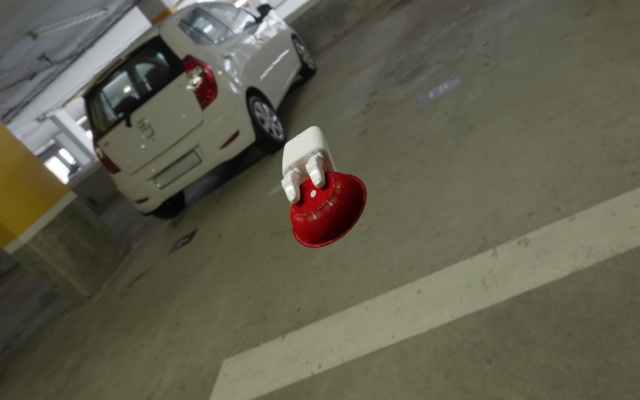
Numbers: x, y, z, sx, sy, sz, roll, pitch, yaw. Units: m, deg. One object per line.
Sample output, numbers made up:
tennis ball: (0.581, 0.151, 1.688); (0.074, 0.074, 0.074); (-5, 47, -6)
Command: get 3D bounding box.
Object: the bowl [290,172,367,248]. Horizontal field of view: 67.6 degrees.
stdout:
bowl: (0.000, 0.003, 0.853); (0.162, 0.162, 0.055); (0, -34, 42)
